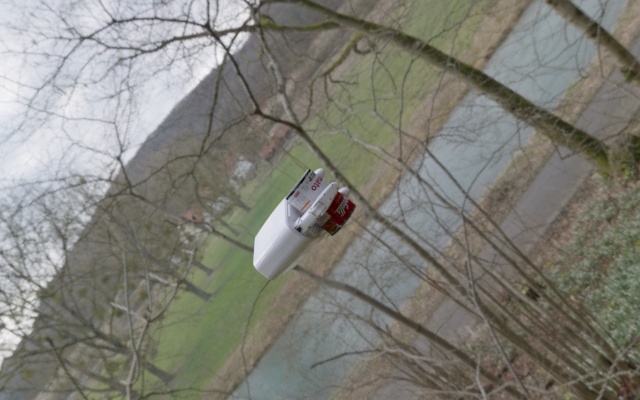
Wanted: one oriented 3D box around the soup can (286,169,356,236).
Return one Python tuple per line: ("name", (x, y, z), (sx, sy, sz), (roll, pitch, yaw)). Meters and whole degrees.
("soup can", (0.000, 0.002, 0.812), (0.102, 0.068, 0.068), (38, -5, -6))
